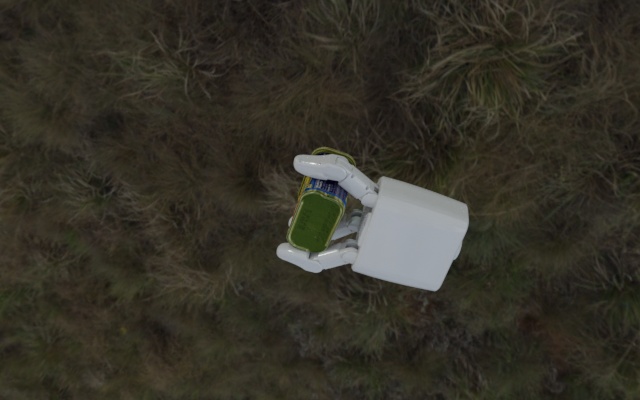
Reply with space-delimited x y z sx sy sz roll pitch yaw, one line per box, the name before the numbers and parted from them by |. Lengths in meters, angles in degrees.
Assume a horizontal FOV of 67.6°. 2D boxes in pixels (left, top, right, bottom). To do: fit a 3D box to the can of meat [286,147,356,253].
can of meat | 0.000 0.002 0.576 0.057 0.102 0.084 19 42 -4
